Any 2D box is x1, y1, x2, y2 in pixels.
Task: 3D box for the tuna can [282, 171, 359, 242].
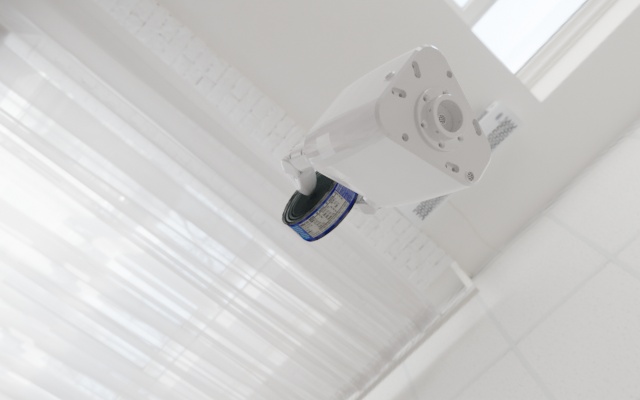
[{"bbox_3d":[0.000,0.002,0.509,0.034,0.086,0.086,43,-17,-20],"label":"tuna can"}]
